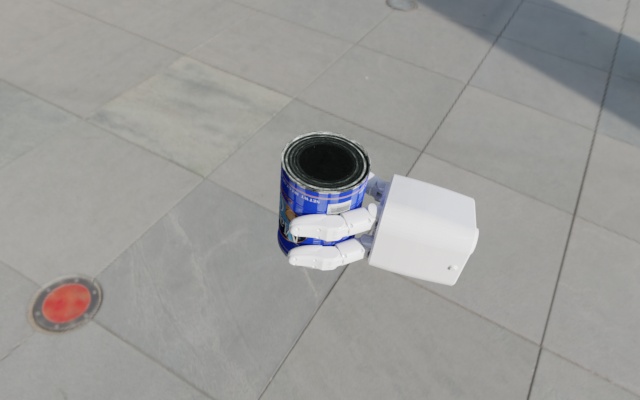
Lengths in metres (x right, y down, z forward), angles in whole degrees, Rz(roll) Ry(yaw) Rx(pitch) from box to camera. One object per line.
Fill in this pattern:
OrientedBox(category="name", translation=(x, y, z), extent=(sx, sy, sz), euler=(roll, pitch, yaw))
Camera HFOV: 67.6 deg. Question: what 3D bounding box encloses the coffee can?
OrientedBox(category="coffee can", translation=(0.000, 0.002, 0.585), extent=(0.103, 0.102, 0.140), euler=(0, -43, -7))
